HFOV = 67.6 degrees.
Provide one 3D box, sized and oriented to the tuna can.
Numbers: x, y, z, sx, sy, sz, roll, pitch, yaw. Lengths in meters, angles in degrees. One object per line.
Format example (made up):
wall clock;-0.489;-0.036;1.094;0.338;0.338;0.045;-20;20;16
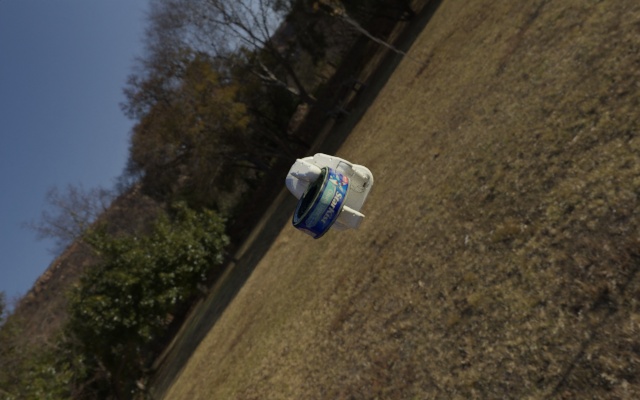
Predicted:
tuna can;0.000;0.002;0.582;0.034;0.086;0.086;30;-8;-13
